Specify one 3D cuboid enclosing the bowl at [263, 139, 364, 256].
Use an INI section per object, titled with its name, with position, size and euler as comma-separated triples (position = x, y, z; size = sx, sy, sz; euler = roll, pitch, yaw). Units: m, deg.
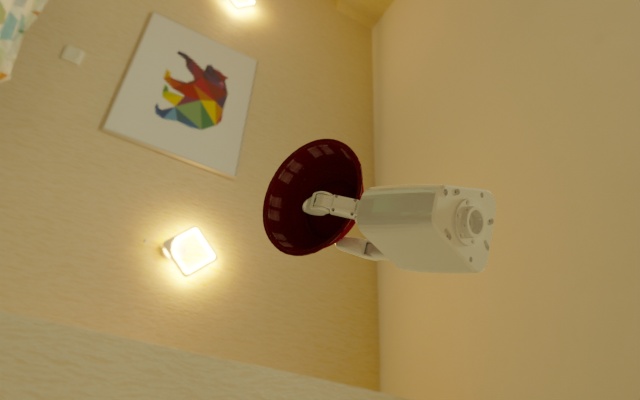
[bowl]
position = -0.001, 0.002, 0.634
size = 0.162, 0.162, 0.055
euler = 0, -20, 39
